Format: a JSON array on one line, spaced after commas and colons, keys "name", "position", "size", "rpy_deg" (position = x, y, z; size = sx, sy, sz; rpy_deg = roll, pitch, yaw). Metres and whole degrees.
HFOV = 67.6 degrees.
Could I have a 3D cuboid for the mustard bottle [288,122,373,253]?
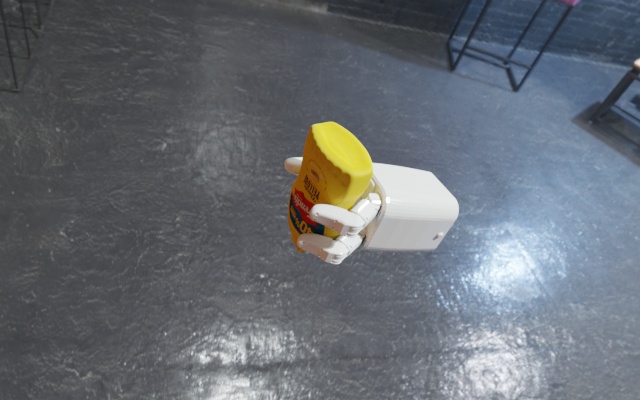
[{"name": "mustard bottle", "position": [0.000, 0.002, 0.607], "size": [0.058, 0.096, 0.192], "rpy_deg": [-17, -35, -33]}]
